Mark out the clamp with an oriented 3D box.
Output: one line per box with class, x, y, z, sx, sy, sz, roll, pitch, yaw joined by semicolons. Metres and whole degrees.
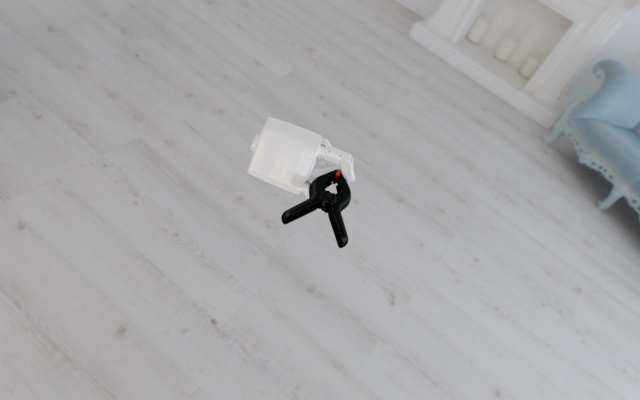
clamp;0.000;0.002;0.857;0.120;0.171;0.039;21;-47;-9
